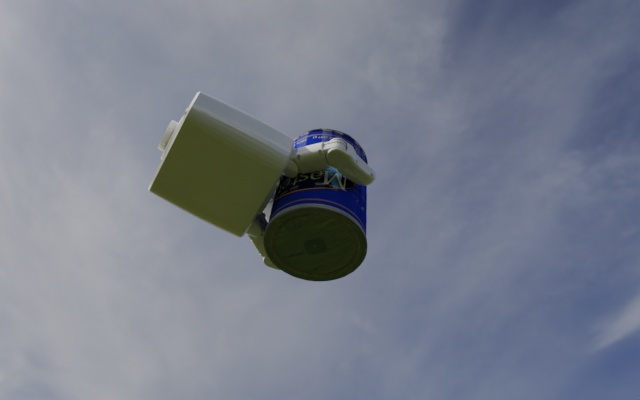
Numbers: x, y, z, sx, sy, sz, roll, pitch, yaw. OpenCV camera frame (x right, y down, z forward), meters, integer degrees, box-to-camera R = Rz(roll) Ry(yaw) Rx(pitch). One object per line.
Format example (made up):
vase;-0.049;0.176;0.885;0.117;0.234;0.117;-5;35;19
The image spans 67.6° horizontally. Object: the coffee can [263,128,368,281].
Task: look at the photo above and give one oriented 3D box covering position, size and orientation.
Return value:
coffee can;0.000;0.002;0.521;0.103;0.103;0.140;0;39;6
